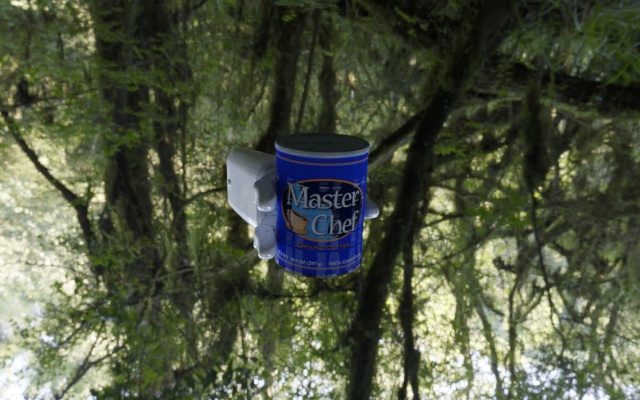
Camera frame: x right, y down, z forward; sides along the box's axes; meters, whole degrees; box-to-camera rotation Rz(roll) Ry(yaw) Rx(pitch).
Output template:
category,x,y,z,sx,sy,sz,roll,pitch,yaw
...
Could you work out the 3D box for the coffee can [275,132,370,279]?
category,x,y,z,sx,sy,sz,roll,pitch,yaw
coffee can,0.000,0.002,0.538,0.103,0.140,0.102,2,18,-1
